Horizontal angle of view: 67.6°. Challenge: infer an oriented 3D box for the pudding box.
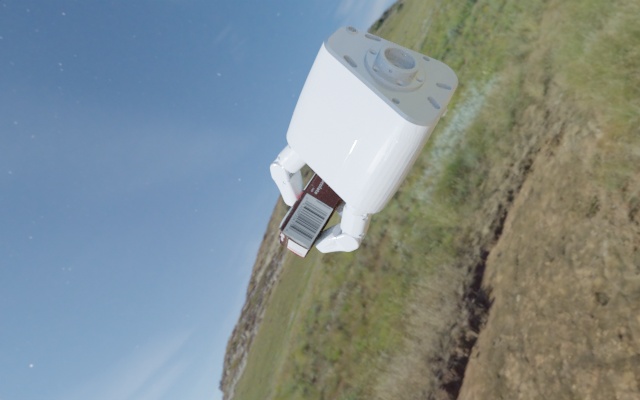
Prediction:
[{"bbox_3d":[0.000,0.002,0.504,0.039,0.113,0.090,33,-13,4],"label":"pudding box"}]
